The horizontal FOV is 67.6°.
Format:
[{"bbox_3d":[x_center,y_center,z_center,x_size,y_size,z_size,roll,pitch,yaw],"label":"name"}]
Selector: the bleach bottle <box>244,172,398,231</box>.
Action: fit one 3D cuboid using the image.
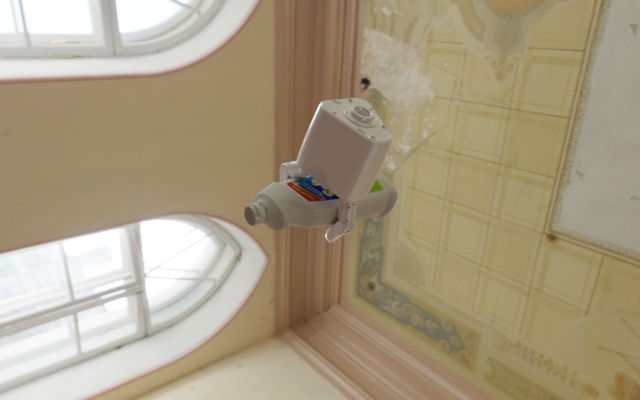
[{"bbox_3d":[0.000,0.002,0.745,0.251,0.068,0.102,-15,52,-38],"label":"bleach bottle"}]
